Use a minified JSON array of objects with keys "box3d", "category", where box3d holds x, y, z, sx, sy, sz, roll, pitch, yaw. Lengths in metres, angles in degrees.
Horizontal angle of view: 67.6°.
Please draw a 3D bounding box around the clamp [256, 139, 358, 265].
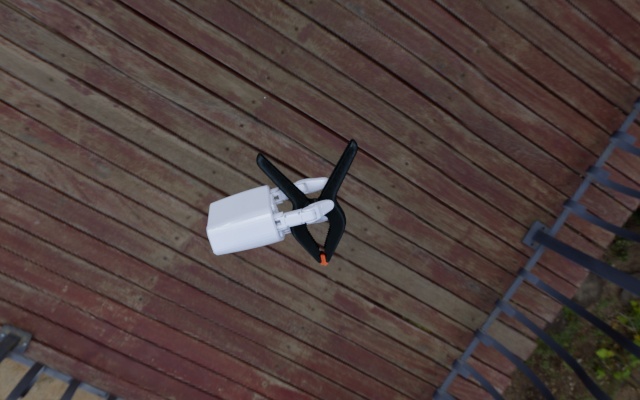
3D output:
[{"box3d":[0.000,0.003,0.789,0.164,0.210,0.036,-15,14,2],"category":"clamp"}]
